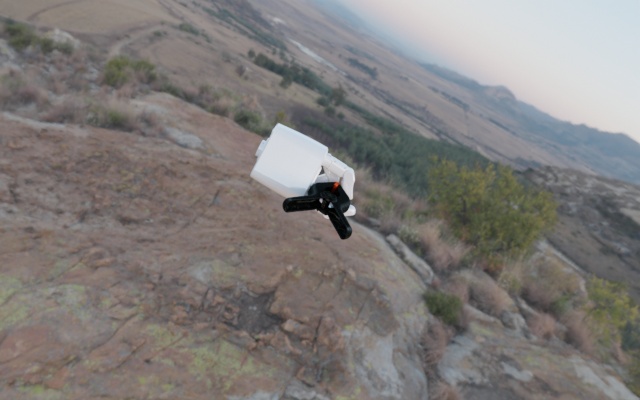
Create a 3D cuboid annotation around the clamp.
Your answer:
[{"bbox_3d":[0.001,0.002,0.826,0.120,0.039,0.171,28,21,-7],"label":"clamp"}]
